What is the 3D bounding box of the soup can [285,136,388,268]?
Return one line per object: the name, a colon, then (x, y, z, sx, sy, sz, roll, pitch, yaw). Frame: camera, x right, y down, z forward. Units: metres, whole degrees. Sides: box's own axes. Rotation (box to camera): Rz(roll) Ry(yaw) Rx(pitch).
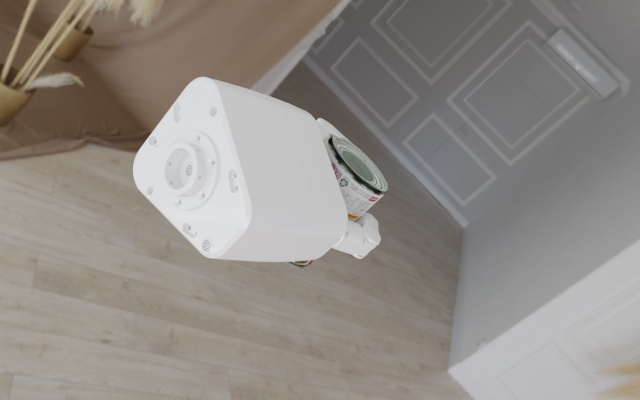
soup can: (0.001, 0.001, 0.419, 0.102, 0.068, 0.068, -45, -20, 22)
